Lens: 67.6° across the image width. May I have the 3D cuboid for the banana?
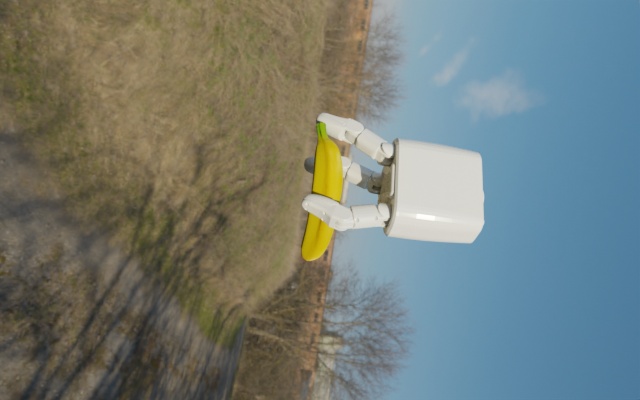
[{"bbox_3d":[0.002,0.008,0.594,0.037,0.198,0.069,5,28,-7],"label":"banana"}]
